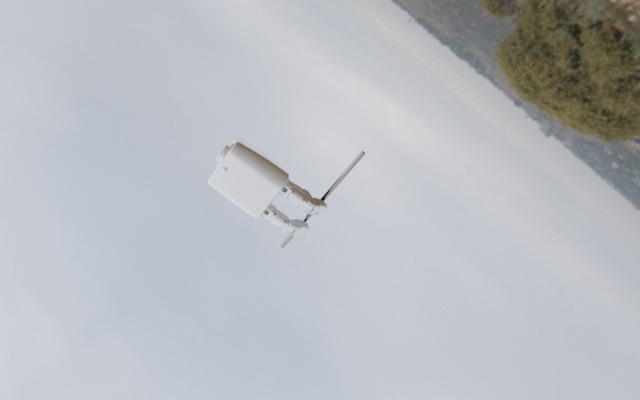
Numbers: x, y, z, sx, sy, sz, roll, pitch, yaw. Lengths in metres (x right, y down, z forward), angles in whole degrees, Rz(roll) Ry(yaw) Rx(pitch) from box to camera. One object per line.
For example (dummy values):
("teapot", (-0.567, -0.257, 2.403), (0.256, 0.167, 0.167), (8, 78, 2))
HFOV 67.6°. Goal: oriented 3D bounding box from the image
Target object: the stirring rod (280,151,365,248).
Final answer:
("stirring rod", (0.000, 0.003, 0.853), (0.239, 0.011, 0.011), (-49, -24, 22))
